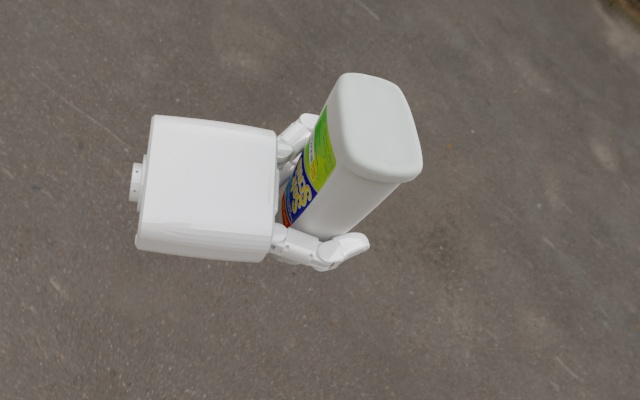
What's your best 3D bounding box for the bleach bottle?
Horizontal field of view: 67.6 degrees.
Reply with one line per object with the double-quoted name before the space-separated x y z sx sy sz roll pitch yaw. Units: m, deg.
"bleach bottle" 0.000 0.001 0.458 0.068 0.102 0.251 7 -34 -21
